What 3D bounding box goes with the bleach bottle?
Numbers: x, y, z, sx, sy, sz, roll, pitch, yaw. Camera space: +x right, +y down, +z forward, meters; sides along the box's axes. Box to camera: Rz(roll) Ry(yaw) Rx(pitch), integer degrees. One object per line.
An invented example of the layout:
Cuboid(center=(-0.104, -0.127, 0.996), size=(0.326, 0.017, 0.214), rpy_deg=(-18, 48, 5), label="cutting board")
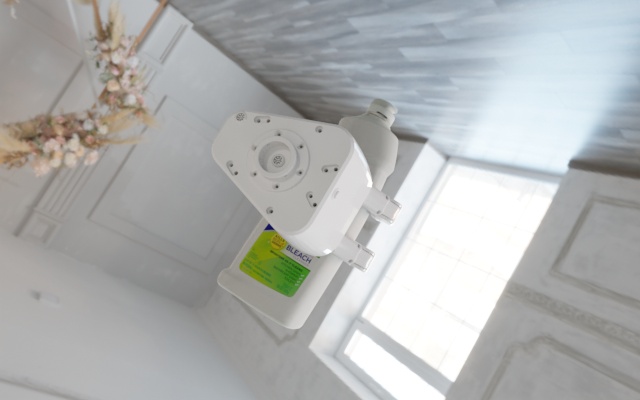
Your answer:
Cuboid(center=(0.000, 0.002, 0.504), size=(0.102, 0.251, 0.068), rpy_deg=(29, -6, 15), label="bleach bottle")
